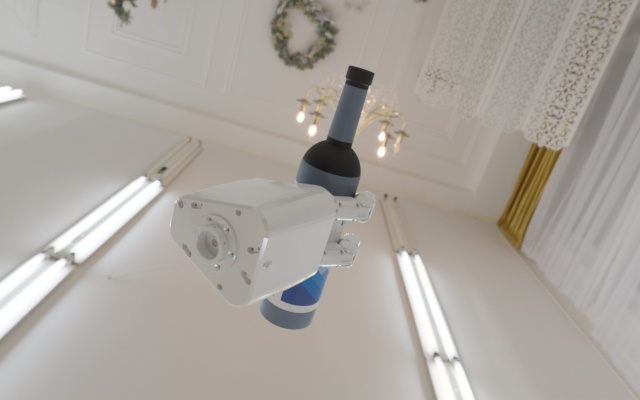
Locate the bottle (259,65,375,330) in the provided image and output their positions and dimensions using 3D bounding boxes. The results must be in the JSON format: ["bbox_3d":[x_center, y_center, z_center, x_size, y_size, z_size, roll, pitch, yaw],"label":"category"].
[{"bbox_3d":[0.000,0.002,0.525,0.069,0.296,0.069,15,19,-6],"label":"bottle"}]
